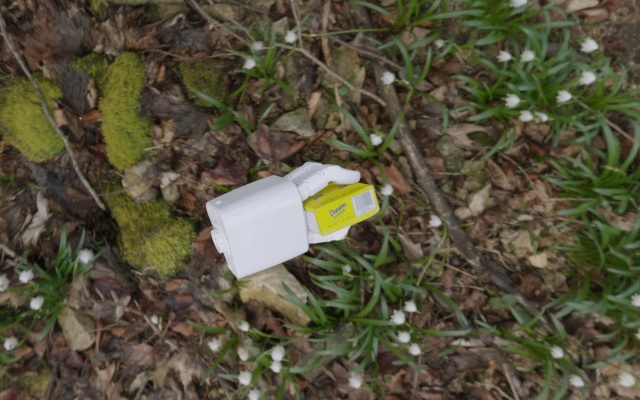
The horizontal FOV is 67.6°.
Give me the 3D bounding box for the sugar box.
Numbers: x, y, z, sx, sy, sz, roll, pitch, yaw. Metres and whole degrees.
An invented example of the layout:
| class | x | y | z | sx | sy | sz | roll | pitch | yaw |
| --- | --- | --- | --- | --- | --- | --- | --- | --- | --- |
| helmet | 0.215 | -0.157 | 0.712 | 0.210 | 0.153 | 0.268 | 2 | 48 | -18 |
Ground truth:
| class | x | y | z | sx | sy | sz | roll | pitch | yaw |
| --- | --- | --- | --- | --- | --- | --- | --- | --- | --- |
| sugar box | 0.000 | 0.002 | 0.699 | 0.093 | 0.048 | 0.176 | -22 | 18 | -22 |
